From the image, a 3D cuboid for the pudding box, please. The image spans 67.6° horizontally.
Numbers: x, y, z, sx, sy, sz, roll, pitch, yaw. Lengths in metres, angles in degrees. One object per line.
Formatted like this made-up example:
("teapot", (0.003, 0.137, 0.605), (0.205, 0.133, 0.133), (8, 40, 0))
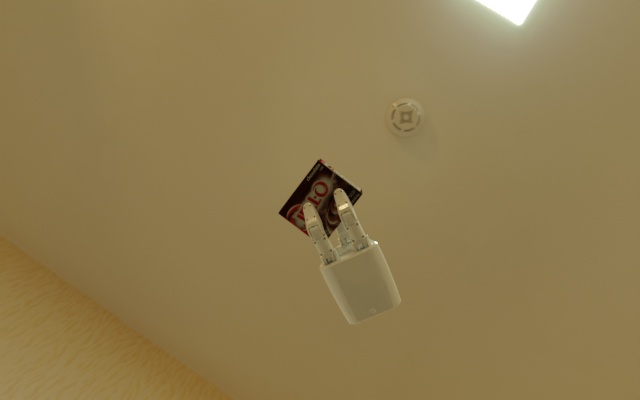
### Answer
("pudding box", (0.000, 0.003, 0.776), (0.090, 0.113, 0.039), (37, 10, -3))
